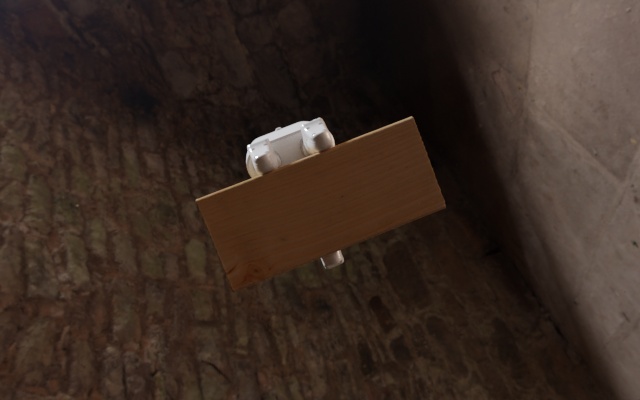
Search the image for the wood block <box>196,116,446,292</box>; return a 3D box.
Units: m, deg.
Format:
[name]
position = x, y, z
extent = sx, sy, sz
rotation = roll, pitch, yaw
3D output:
[wood block]
position = 0.000, 0.002, 0.465
extent = 0.206, 0.091, 0.090
rotation = -22, 4, -3
